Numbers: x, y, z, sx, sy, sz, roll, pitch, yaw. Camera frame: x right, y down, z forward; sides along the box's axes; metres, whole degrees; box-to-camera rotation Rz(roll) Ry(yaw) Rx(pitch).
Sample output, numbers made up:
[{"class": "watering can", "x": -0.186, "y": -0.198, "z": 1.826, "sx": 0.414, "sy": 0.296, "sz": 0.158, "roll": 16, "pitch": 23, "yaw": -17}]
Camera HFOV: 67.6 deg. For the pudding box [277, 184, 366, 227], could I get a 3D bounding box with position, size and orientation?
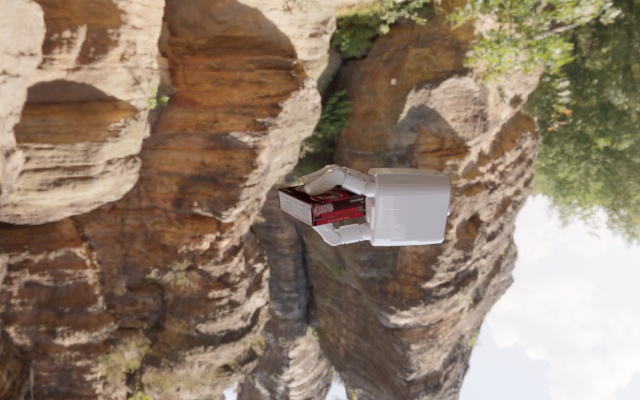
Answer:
[{"class": "pudding box", "x": 0.000, "y": 0.002, "z": 0.702, "sx": 0.090, "sy": 0.039, "sz": 0.113, "roll": -9, "pitch": 14, "yaw": -28}]
